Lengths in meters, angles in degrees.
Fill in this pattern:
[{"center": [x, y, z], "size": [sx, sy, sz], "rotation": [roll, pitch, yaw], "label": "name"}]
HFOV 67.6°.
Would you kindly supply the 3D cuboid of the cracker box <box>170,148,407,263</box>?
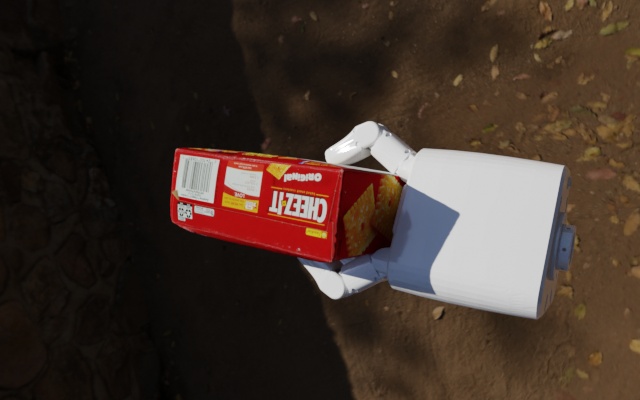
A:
[{"center": [0.000, 0.001, 0.439], "size": [0.164, 0.072, 0.214], "rotation": [9, 4, 32], "label": "cracker box"}]
